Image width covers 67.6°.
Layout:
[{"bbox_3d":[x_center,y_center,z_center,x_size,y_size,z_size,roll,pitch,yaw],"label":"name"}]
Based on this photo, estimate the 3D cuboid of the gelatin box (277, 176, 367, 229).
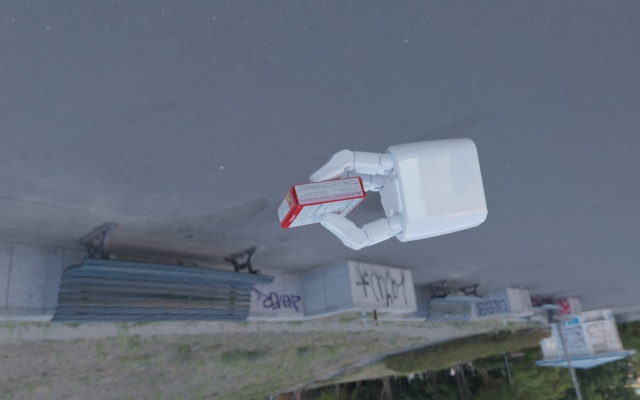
[{"bbox_3d":[0.000,0.002,0.570,0.089,0.030,0.073,-9,-19,-23],"label":"gelatin box"}]
